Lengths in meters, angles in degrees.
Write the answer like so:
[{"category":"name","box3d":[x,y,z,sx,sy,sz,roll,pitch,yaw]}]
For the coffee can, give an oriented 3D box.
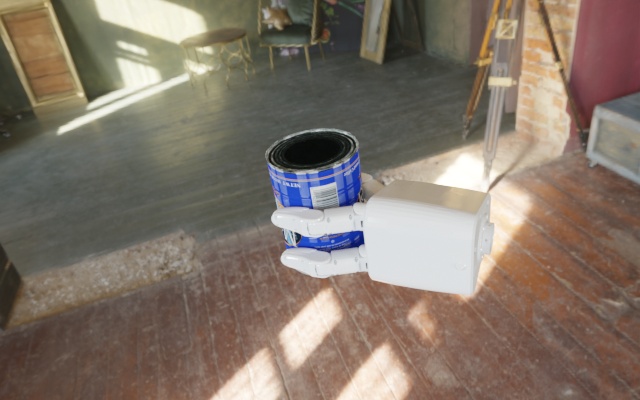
[{"category":"coffee can","box3d":[0.000,0.002,0.553,0.103,0.140,0.102,-7,32,4]}]
